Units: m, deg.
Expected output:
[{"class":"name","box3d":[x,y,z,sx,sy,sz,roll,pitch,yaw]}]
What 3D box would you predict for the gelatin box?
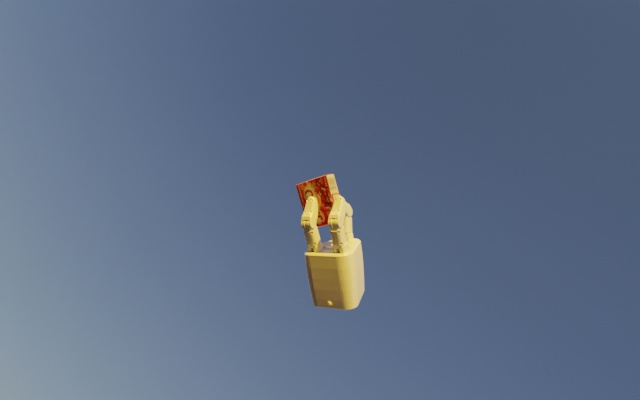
[{"class":"gelatin box","box3d":[0.000,0.003,0.889,0.073,0.089,0.030,-17,-3,35]}]
